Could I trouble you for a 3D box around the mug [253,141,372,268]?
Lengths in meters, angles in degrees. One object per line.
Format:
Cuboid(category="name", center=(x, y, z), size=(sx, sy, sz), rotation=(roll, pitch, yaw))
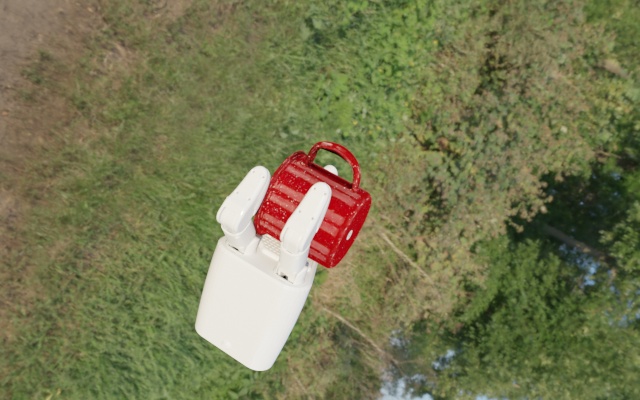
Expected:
Cuboid(category="mug", center=(0.001, 0.000, 0.450), size=(0.081, 0.117, 0.093), rotation=(29, 23, 14))
